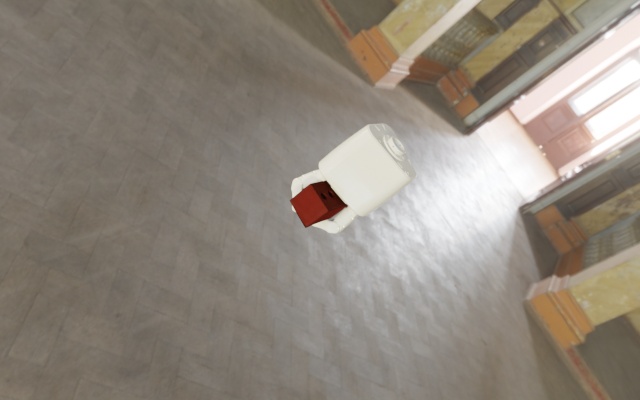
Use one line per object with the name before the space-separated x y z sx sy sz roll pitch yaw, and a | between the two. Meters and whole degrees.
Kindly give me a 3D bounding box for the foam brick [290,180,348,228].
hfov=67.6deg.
foam brick | 0.000 0.003 0.762 0.051 0.053 0.078 -37 -10 31
